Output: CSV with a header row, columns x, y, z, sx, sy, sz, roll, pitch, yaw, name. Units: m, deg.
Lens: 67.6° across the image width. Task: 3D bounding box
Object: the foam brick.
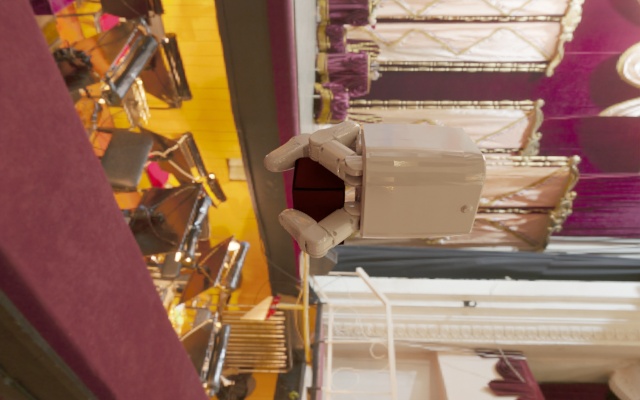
x,y,z,sx,sy,sz,roll,pitch,yaw,name
0.000,0.002,0.488,0.051,0.078,0.053,0,42,2,foam brick
